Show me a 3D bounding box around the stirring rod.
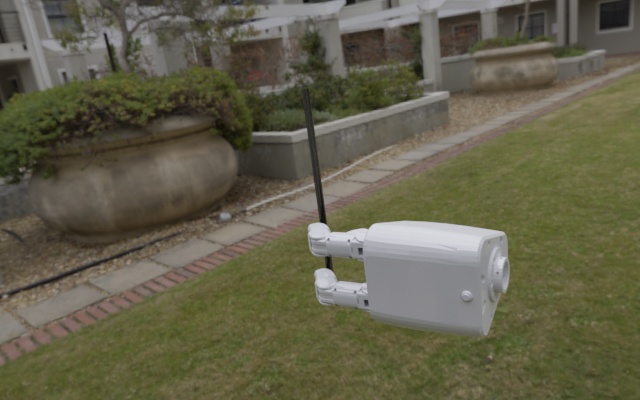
[{"bbox_3d":[0.000,0.002,0.516,0.011,0.239,0.011,-7,16,2],"label":"stirring rod"}]
